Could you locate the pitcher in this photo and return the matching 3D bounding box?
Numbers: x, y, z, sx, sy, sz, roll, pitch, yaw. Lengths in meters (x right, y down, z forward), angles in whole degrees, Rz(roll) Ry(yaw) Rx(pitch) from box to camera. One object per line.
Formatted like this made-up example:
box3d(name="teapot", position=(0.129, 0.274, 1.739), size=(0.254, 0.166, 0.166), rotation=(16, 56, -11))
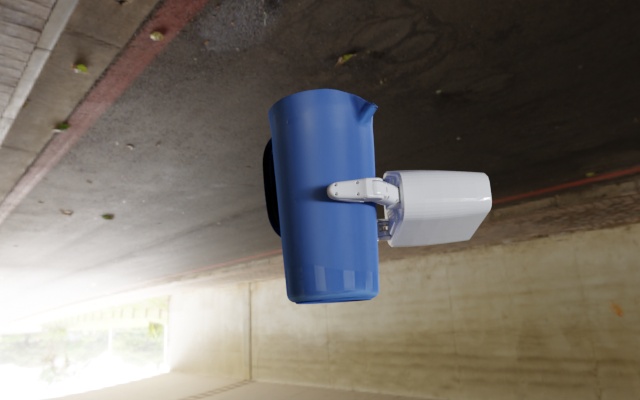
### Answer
box3d(name="pitcher", position=(0.000, 0.002, 0.587), size=(0.145, 0.242, 0.149), rotation=(-2, -14, -4))
